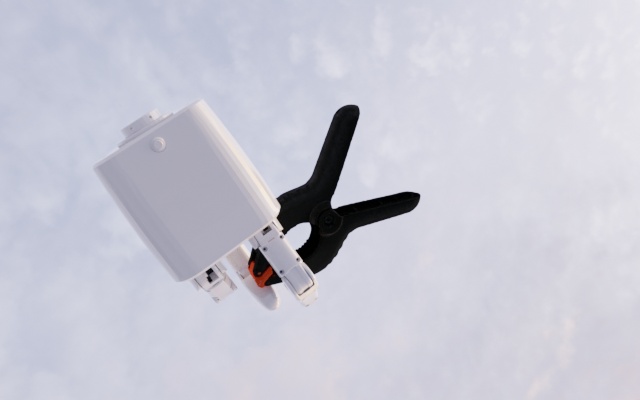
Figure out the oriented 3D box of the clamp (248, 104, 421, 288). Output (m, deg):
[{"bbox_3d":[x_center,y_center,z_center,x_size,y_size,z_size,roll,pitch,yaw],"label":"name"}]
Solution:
[{"bbox_3d":[0.000,0.001,0.418,0.171,0.120,0.039,-36,18,-12],"label":"clamp"}]
